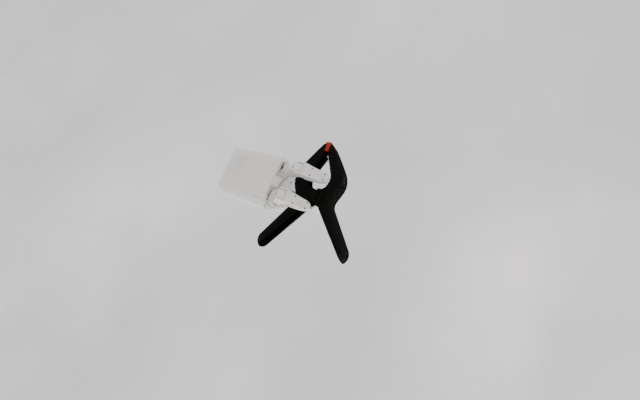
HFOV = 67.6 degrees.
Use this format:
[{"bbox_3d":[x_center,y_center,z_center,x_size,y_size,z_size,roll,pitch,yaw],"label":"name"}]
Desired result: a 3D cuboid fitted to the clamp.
[{"bbox_3d":[0.000,0.002,0.808,0.164,0.210,0.036,17,-15,24],"label":"clamp"}]
